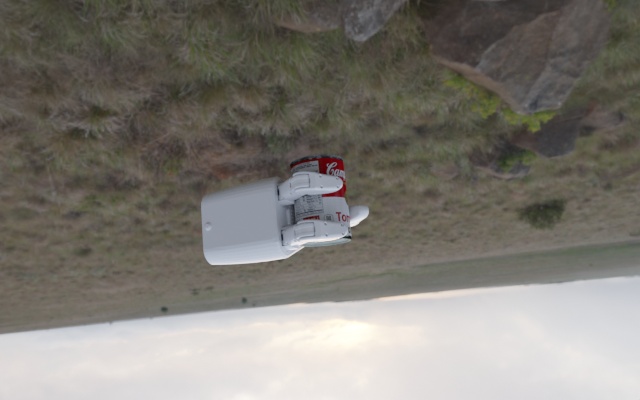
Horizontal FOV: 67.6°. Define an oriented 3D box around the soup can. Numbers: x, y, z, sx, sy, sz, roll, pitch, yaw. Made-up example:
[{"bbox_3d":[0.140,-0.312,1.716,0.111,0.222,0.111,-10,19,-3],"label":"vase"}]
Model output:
[{"bbox_3d":[0.001,0.002,0.588,0.068,0.102,0.068,-6,-12,-1],"label":"soup can"}]
